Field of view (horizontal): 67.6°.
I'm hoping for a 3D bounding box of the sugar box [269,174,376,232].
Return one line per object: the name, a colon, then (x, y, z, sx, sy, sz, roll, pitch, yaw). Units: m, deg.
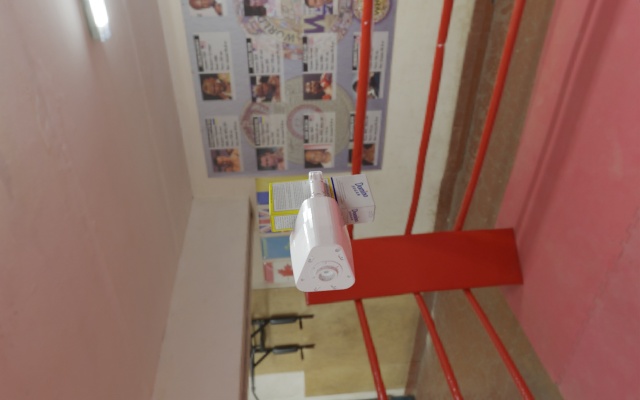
sugar box: (0.000, 0.003, 0.829, 0.176, 0.048, 0.093, -3, 40, -5)
